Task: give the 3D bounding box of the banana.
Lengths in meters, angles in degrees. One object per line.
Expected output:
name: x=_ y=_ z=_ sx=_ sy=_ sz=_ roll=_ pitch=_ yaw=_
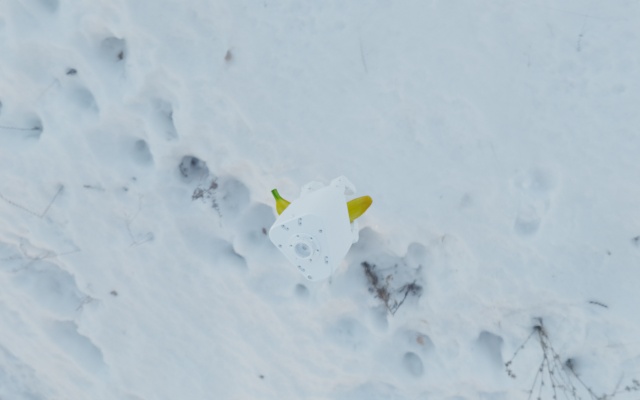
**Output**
banana: x=-0.002 y=0.020 z=0.867 sx=0.198 sy=0.070 sz=0.037 roll=4 pitch=20 yaw=19
